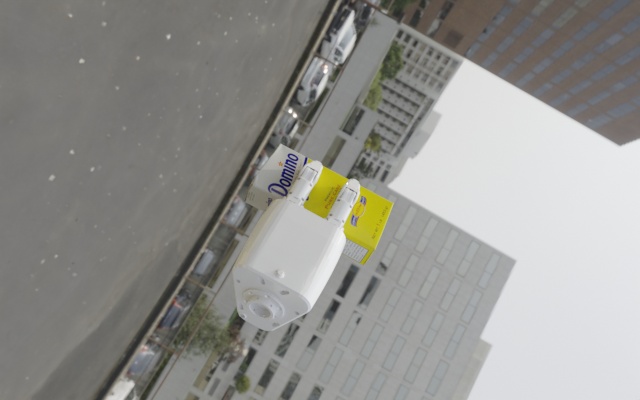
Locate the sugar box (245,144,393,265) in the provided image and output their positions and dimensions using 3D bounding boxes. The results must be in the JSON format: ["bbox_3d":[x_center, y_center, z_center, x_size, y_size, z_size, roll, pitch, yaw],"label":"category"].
[{"bbox_3d":[0.000,0.002,0.629,0.176,0.093,0.048,29,-43,-1],"label":"sugar box"}]
